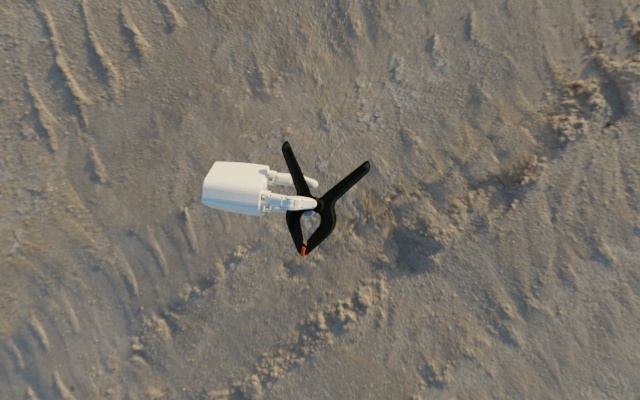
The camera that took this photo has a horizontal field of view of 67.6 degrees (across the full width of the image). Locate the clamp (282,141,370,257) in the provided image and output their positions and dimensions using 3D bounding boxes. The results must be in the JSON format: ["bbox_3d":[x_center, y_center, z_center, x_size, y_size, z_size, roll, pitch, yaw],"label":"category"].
[{"bbox_3d":[0.000,0.004,0.884,0.164,0.210,0.036,7,11,-1],"label":"clamp"}]
